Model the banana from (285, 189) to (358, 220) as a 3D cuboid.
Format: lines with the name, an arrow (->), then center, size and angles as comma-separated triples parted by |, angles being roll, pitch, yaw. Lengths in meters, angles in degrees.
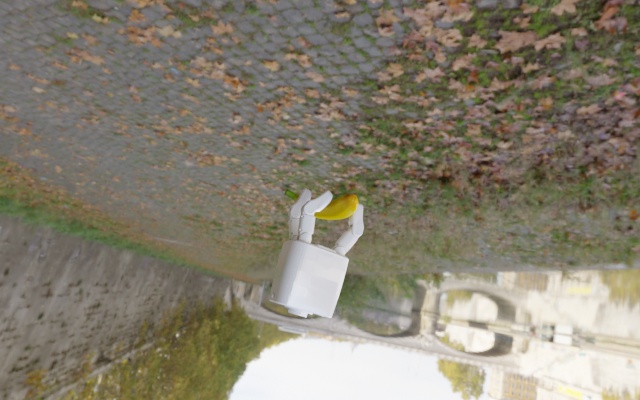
banana -> 0.011, 0.010, 0.866 | 0.070, 0.037, 0.198 | 31, -17, -36
